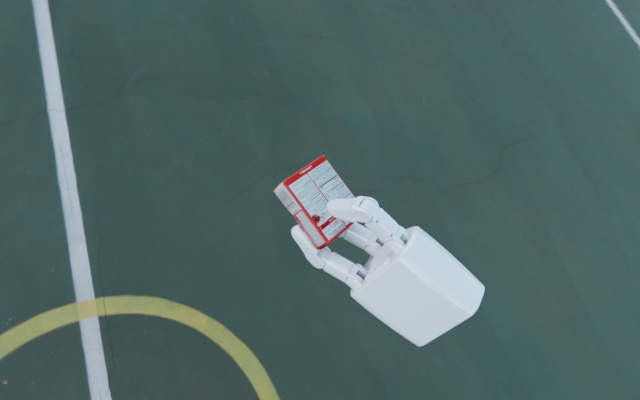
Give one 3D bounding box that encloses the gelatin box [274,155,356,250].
[{"bbox_3d":[0.000,0.001,0.560,0.073,0.089,0.030,-37,1,-37],"label":"gelatin box"}]
